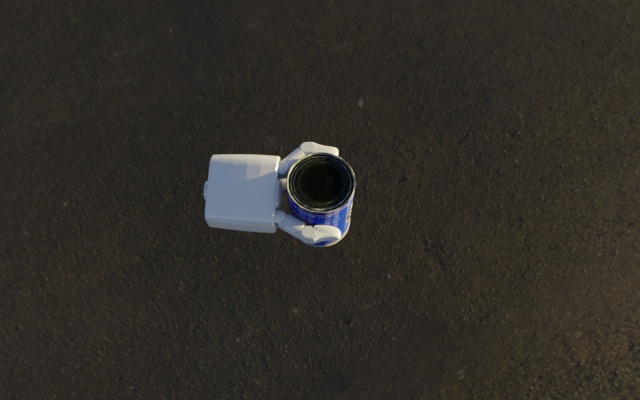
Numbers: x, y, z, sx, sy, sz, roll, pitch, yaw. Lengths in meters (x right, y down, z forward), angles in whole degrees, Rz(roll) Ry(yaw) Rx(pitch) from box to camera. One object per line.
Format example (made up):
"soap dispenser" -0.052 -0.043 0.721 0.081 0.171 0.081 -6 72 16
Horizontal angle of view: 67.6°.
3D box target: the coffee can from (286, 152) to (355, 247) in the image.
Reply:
"coffee can" 0.000 0.003 0.764 0.103 0.102 0.140 0 -26 0
